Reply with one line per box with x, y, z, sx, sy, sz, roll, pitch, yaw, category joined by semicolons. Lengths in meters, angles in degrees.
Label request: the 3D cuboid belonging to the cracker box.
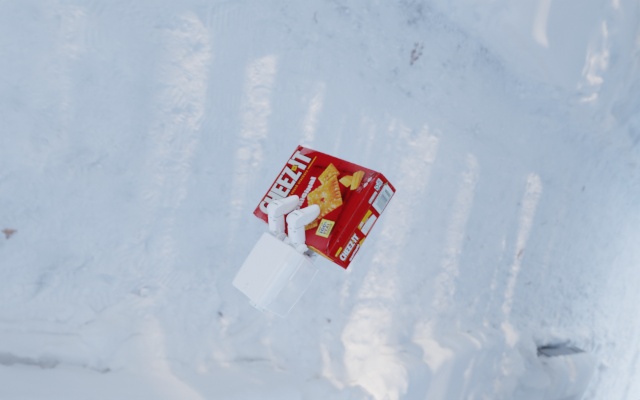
0.000;0.003;0.847;0.213;0.164;0.072;24;-13;43;cracker box
